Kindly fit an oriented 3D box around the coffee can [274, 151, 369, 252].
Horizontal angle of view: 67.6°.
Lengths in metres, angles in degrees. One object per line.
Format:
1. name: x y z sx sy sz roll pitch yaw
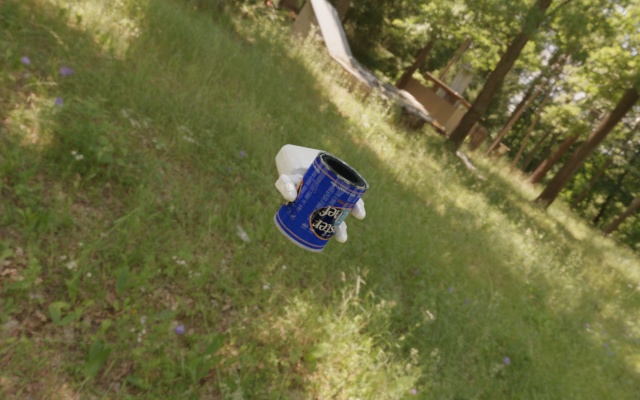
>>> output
1. coffee can: 0.000 0.003 0.812 0.103 0.140 0.102 32 18 -12
